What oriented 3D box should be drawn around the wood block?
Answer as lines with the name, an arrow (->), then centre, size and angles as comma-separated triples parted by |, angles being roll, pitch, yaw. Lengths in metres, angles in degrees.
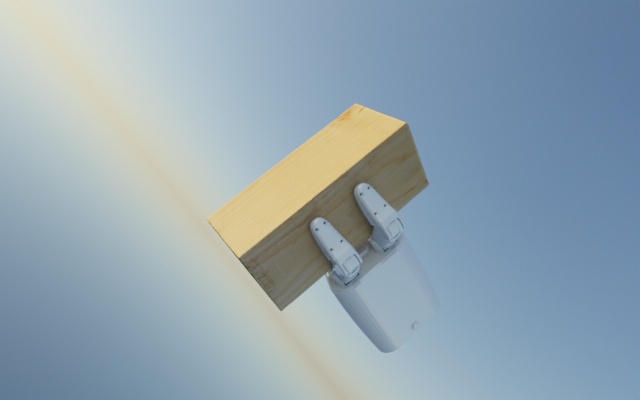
wood block -> 0.000, 0.002, 0.501 | 0.206, 0.090, 0.090 | -39, 38, -13
